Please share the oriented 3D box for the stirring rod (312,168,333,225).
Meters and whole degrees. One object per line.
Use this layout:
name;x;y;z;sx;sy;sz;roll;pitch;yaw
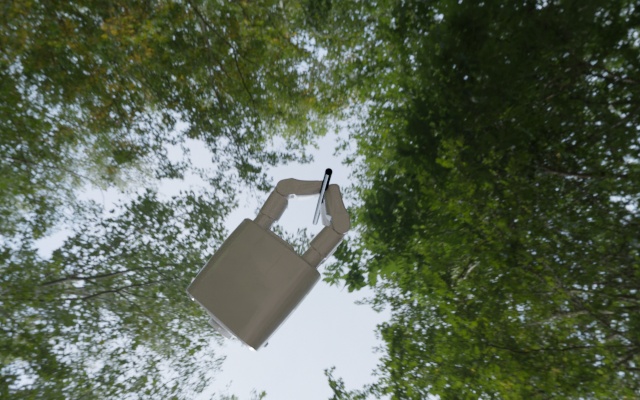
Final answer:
stirring rod;0.000;0.002;0.596;0.011;0.011;0.239;0;-15;-4
